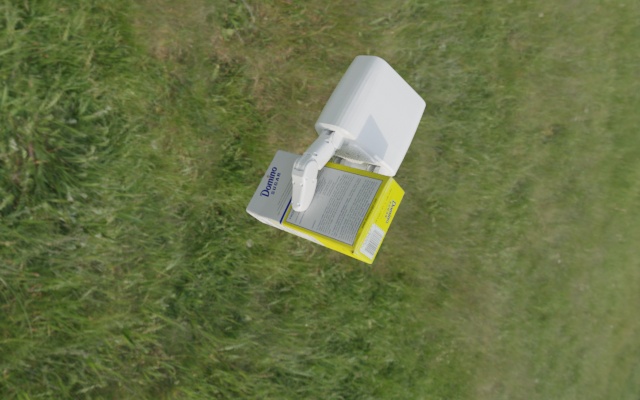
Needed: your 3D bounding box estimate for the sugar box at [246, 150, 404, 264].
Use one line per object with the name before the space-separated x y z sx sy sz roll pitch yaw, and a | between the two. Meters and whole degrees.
sugar box | 0.001 0.002 0.565 0.176 0.093 0.048 18 -15 41
